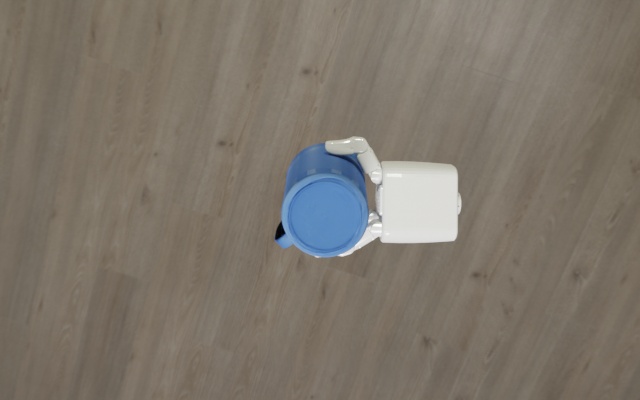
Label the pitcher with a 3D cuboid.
[{"bbox_3d":[0.000,0.002,0.692,0.145,0.149,0.242,0,12,1],"label":"pitcher"}]
